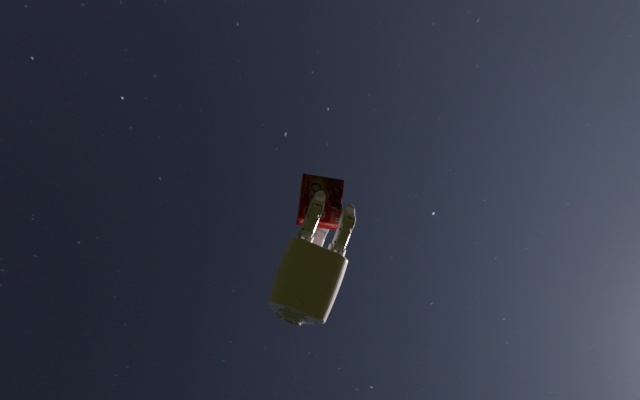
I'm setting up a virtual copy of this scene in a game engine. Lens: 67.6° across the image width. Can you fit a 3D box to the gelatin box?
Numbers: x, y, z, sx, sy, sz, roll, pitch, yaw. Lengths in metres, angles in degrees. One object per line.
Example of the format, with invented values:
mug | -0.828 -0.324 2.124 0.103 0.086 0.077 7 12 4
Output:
gelatin box | 0.000 0.003 0.808 0.073 0.089 0.030 9 -28 -6
